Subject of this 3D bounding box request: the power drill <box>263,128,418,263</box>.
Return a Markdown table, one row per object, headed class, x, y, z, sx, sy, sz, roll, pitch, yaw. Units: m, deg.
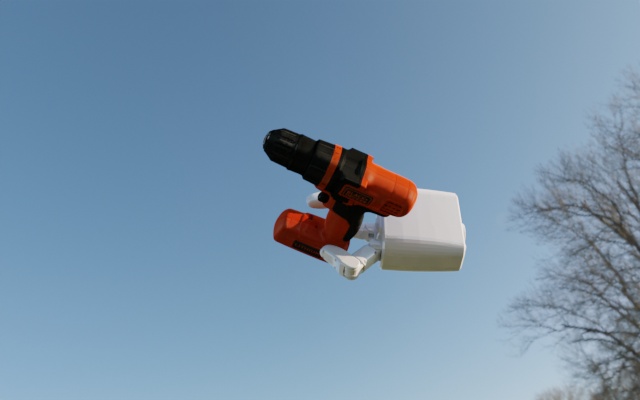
| class | x | y | z | sx | sy | sz | roll | pitch | yaw |
| --- | --- | --- | --- | --- | --- | --- | --- | --- | --- |
| power drill | 0.000 | 0.002 | 0.591 | 0.184 | 0.057 | 0.188 | 24 | -35 | -7 |
